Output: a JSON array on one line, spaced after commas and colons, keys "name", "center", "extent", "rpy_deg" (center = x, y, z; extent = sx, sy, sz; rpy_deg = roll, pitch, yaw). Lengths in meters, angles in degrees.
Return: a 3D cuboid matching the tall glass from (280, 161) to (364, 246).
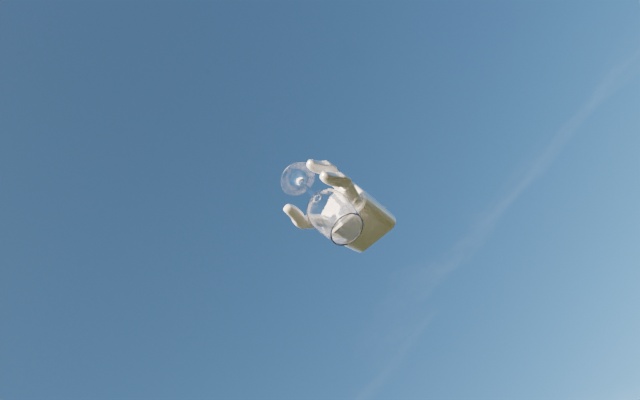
[{"name": "tall glass", "center": [0.000, 0.002, 0.855], "extent": [0.079, 0.079, 0.201], "rpy_deg": [0, 27, -29]}]
